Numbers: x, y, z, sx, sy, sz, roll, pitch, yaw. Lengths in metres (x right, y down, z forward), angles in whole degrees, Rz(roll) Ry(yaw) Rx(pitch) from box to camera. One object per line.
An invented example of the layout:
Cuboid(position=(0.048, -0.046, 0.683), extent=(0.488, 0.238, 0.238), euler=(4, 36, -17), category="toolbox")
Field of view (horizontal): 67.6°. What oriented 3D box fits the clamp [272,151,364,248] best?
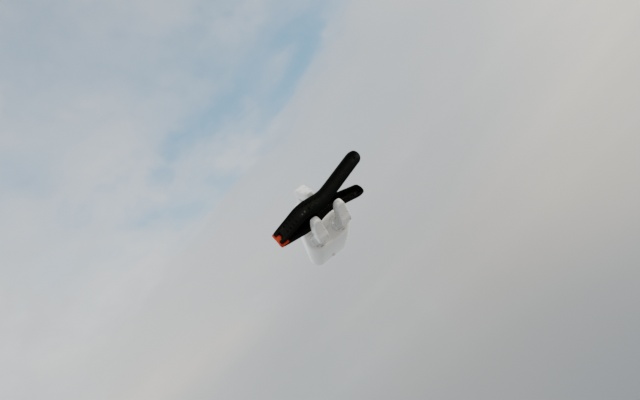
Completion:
Cuboid(position=(-0.001, 0.003, 0.867), extent=(0.210, 0.036, 0.165), euler=(-38, -23, -15), category="clamp")
